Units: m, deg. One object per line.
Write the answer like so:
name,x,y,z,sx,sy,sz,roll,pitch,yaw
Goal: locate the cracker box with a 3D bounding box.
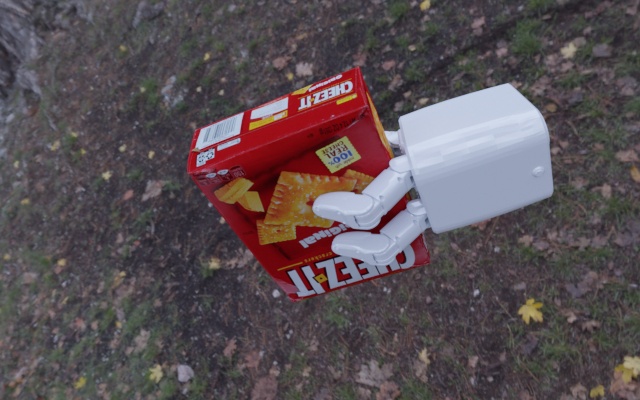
cracker box,0.000,0.001,0.465,0.164,0.072,0.214,-18,-48,14
